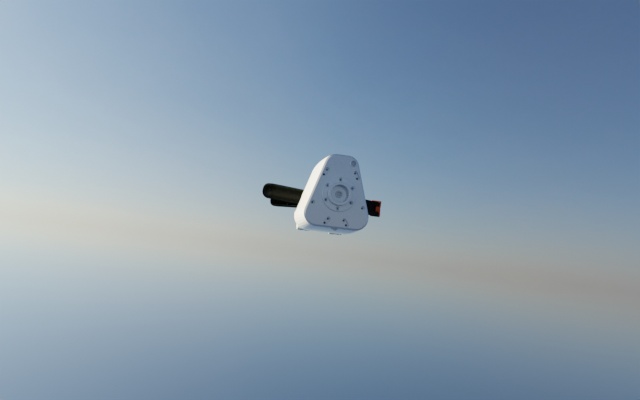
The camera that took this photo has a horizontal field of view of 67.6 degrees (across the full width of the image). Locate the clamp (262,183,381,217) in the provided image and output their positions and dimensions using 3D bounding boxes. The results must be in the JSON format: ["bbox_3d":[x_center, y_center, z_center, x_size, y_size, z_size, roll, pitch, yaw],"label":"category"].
[{"bbox_3d":[0.001,0.002,0.850,0.210,0.036,0.164,8,-5,-7],"label":"clamp"}]
